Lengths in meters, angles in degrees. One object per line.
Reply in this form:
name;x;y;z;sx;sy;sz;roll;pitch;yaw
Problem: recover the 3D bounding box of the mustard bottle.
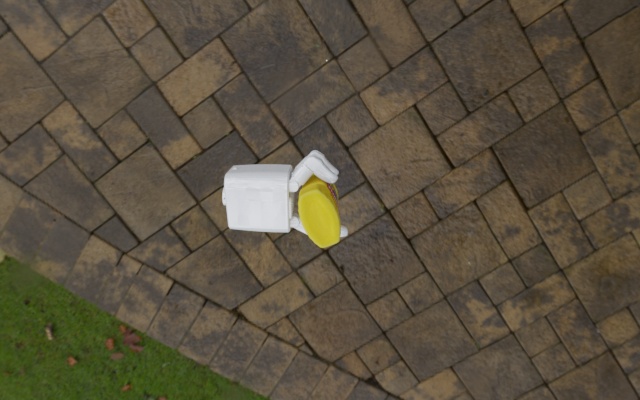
mustard bottle;0.000;0.003;0.810;0.058;0.096;0.191;-22;15;7
